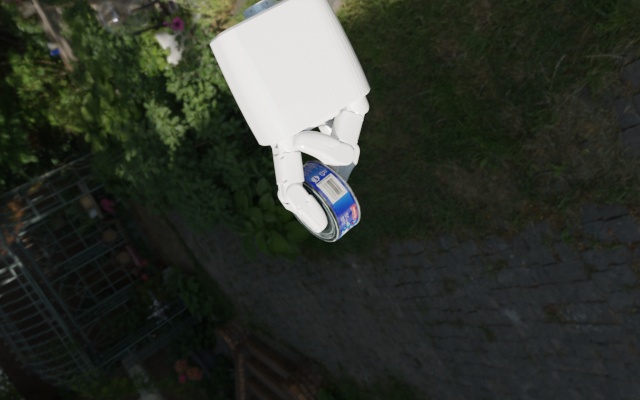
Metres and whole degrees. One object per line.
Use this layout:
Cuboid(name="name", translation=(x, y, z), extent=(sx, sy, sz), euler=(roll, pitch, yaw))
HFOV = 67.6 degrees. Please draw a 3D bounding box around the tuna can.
Cuboid(name="tuna can", translation=(0.000, 0.002, 0.508), extent=(0.033, 0.086, 0.086), euler=(-39, 19, -25))
